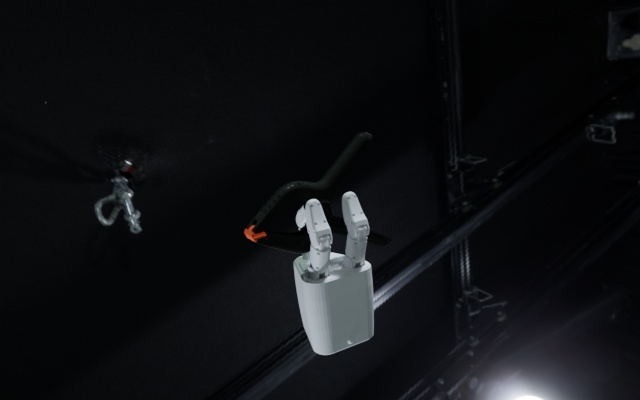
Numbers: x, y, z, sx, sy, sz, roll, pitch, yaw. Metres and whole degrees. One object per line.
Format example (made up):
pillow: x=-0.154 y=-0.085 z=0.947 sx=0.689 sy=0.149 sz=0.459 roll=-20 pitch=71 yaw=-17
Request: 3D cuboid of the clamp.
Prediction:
clamp: x=-0.001 y=0.002 z=0.628 sx=0.210 sy=0.164 sz=0.036 roll=-12 pitch=12 yaw=-27
